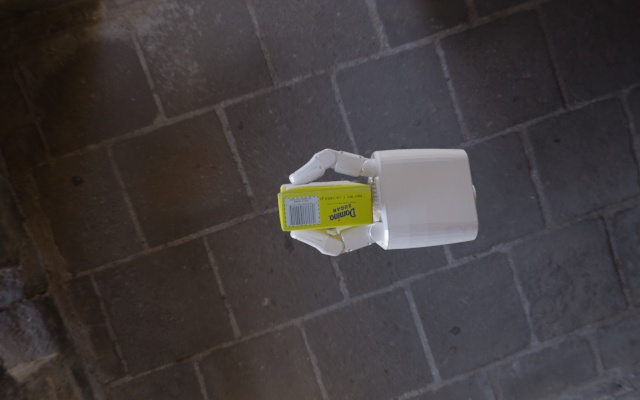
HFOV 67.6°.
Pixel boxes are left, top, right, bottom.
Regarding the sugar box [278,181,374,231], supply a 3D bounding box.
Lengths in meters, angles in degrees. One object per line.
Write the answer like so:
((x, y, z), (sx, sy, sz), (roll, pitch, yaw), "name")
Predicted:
((0.000, 0.002, 0.551), (0.093, 0.048, 0.176), (-3, 2, -3), "sugar box")
